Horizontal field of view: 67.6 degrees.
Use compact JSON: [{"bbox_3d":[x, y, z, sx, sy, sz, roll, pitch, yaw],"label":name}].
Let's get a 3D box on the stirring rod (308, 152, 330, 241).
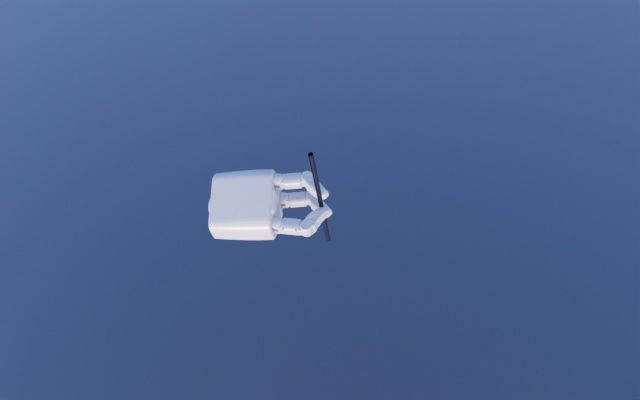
[{"bbox_3d":[0.000,0.003,0.782,0.011,0.011,0.240,0,-35,8],"label":"stirring rod"}]
